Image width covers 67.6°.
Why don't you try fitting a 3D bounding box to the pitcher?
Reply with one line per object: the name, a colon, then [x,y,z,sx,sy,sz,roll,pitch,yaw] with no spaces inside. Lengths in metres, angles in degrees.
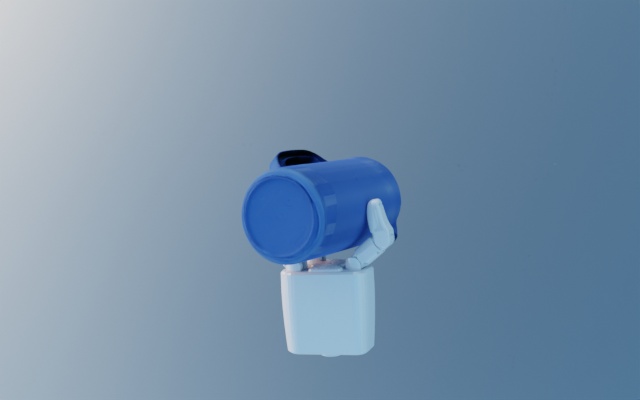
pitcher: [0.000,0.002,0.624,0.149,0.145,0.243,0,4,26]
